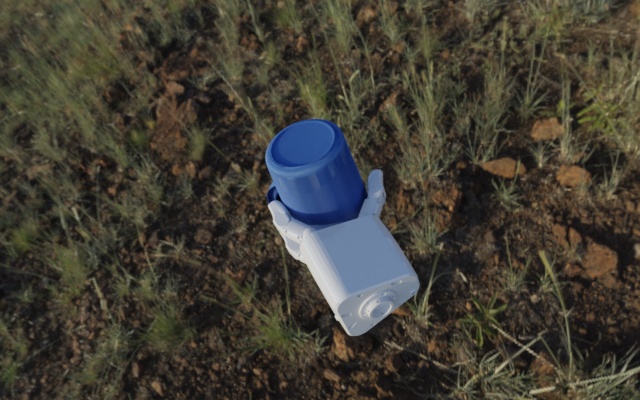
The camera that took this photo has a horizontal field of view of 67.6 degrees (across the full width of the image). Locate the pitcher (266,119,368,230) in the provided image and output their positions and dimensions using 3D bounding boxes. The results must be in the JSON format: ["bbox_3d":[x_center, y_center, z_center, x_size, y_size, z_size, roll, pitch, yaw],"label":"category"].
[{"bbox_3d":[0.000,0.002,0.704,0.149,0.243,0.145,-26,46,-3],"label":"pitcher"}]
